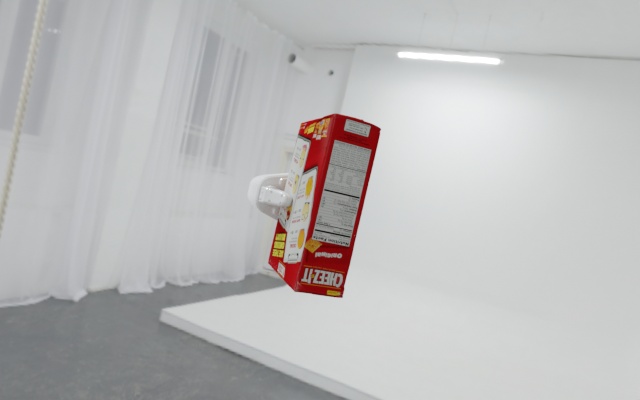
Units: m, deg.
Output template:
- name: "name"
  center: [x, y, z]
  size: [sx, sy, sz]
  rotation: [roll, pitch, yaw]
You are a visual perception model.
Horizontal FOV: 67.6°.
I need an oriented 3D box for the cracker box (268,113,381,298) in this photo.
- name: "cracker box"
  center: [0.000, 0.002, 0.631]
  size: [0.072, 0.213, 0.164]
  rotation: [12, 1, -17]
